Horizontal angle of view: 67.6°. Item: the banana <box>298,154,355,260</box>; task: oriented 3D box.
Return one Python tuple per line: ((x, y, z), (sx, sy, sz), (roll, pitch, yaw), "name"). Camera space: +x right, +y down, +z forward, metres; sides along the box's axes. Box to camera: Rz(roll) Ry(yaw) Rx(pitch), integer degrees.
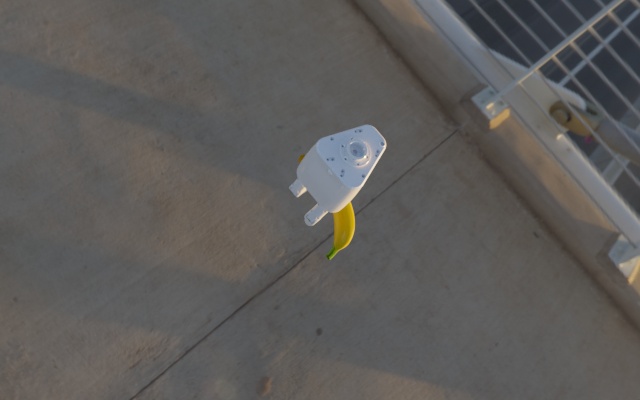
((0.019, 0.002, 0.857), (0.069, 0.197, 0.037), (-13, -12, -15), "banana")
